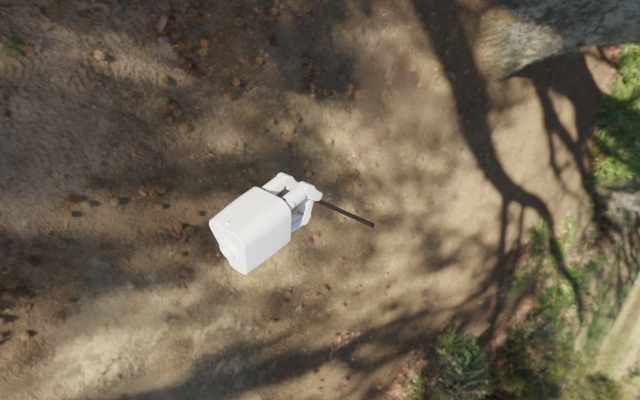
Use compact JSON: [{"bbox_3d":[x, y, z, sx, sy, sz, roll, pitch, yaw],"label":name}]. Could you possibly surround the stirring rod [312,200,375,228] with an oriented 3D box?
[{"bbox_3d":[0.000,0.003,0.868,0.239,0.011,0.011,24,15,37],"label":"stirring rod"}]
